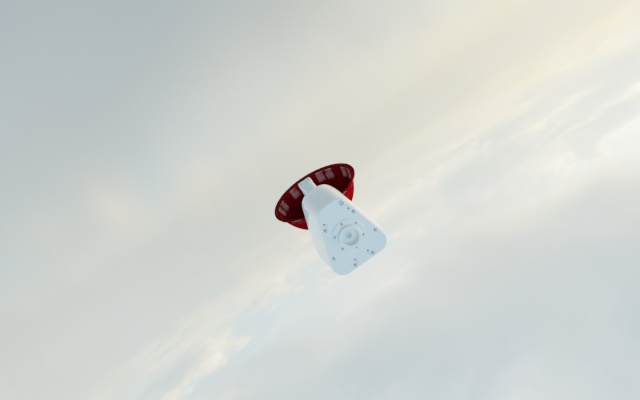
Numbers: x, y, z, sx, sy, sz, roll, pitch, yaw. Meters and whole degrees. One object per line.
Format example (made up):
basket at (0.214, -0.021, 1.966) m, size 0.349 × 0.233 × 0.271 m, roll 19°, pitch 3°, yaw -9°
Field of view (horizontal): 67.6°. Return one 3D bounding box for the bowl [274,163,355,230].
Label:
bowl at (0.000, 0.003, 0.850) m, size 0.162 × 0.055 × 0.162 m, roll -25°, pitch 27°, yaw 14°
